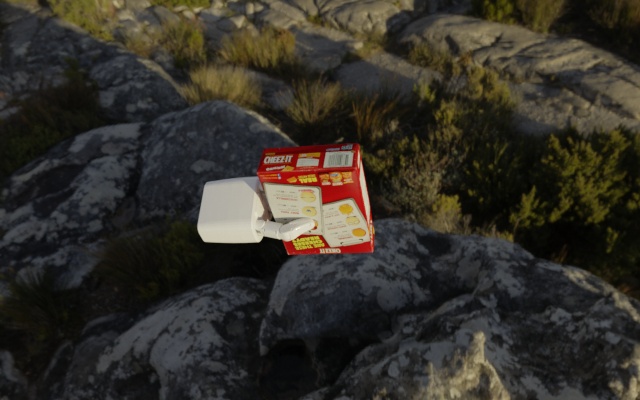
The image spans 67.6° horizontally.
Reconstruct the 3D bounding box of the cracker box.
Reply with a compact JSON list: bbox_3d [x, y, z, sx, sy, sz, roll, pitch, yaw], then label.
[{"bbox_3d":[0.000,0.003,0.831,0.164,0.072,0.214,-3,-43,13],"label":"cracker box"}]
